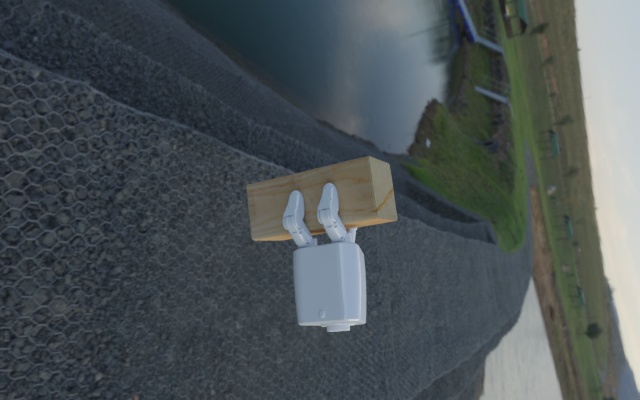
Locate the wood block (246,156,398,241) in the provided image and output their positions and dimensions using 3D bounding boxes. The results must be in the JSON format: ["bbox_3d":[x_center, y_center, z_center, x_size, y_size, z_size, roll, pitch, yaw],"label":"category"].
[{"bbox_3d":[0.000,0.003,0.726,0.206,0.090,0.091,-11,-9,26],"label":"wood block"}]
